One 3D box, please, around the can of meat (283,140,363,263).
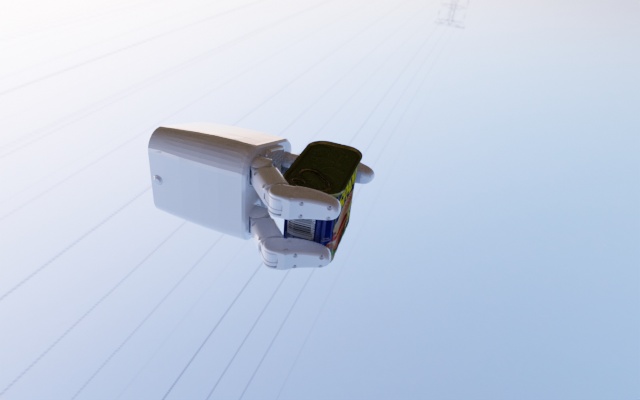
[{"bbox_3d":[0.000,0.002,0.466,0.057,0.084,0.102,14,33,11],"label":"can of meat"}]
